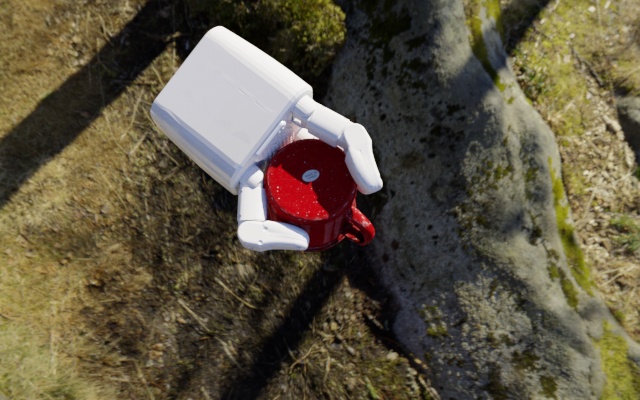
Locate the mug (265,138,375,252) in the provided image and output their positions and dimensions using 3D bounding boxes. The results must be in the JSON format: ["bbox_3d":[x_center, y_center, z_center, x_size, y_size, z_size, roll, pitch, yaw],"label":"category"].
[{"bbox_3d":[0.001,0.002,0.444,0.117,0.093,0.081,38,-16,11],"label":"mug"}]
